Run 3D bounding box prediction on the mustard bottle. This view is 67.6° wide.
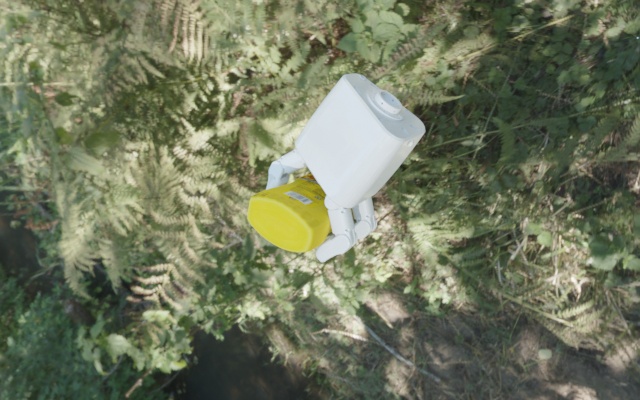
[{"bbox_3d":[0.000,0.002,0.623,0.096,0.058,0.191,25,28,25],"label":"mustard bottle"}]
